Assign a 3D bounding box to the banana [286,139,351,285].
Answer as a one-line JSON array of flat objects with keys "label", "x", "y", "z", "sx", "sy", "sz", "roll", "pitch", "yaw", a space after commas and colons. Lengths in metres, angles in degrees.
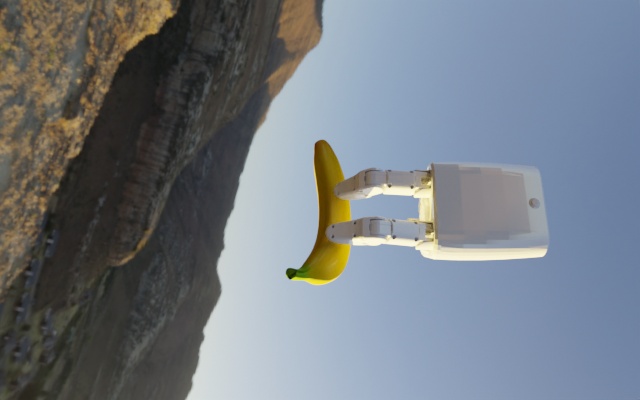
[{"label": "banana", "x": 0.008, "y": 0.016, "z": 0.508, "sx": 0.037, "sy": 0.197, "sz": 0.070, "roll": -16, "pitch": -50, "yaw": 23}]
